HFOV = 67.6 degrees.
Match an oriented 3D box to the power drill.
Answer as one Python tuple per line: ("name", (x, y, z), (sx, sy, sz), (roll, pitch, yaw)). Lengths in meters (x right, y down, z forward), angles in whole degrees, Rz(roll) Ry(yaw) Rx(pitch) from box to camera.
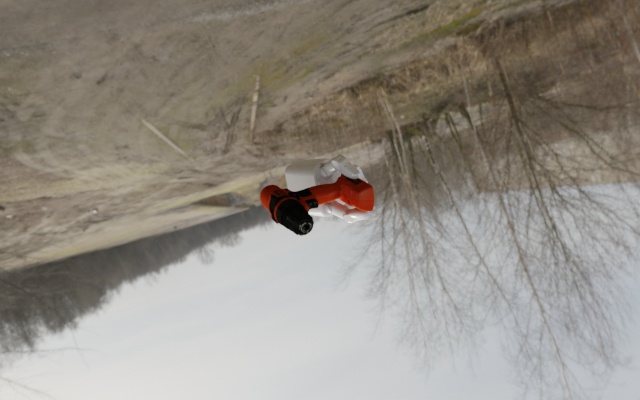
("power drill", (0.000, 0.003, 0.868), (0.187, 0.057, 0.184), (-10, 24, -23))
